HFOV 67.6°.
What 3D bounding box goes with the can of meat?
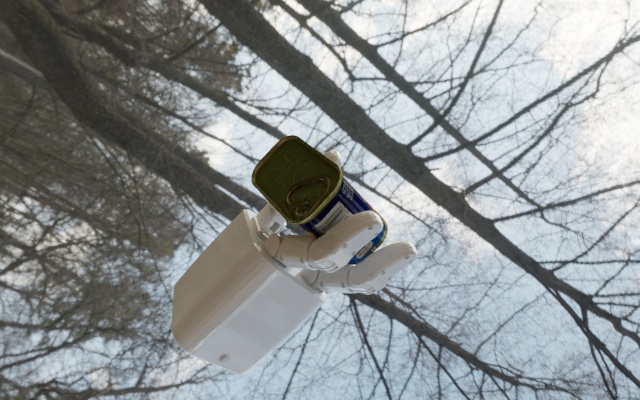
[{"bbox_3d":[0.000,0.001,0.410,0.084,0.057,0.102,43,-2,-40],"label":"can of meat"}]
